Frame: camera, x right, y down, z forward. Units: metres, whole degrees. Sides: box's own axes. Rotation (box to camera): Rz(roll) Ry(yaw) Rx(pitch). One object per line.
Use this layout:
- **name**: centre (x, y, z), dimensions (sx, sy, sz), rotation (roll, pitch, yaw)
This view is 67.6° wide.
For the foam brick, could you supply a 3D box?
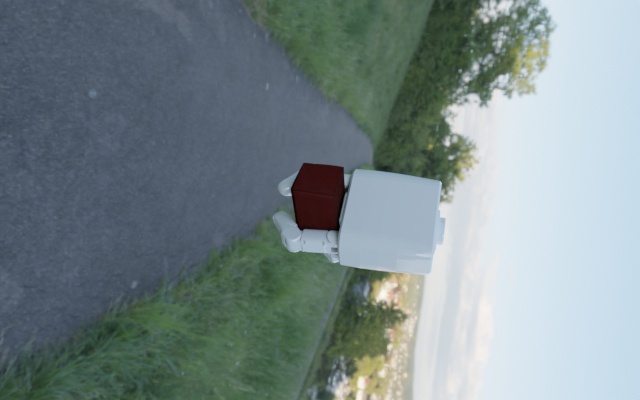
- **foam brick**: centre (0.000, 0.002, 0.565), dimensions (0.051, 0.078, 0.053), rotation (7, 44, 14)
